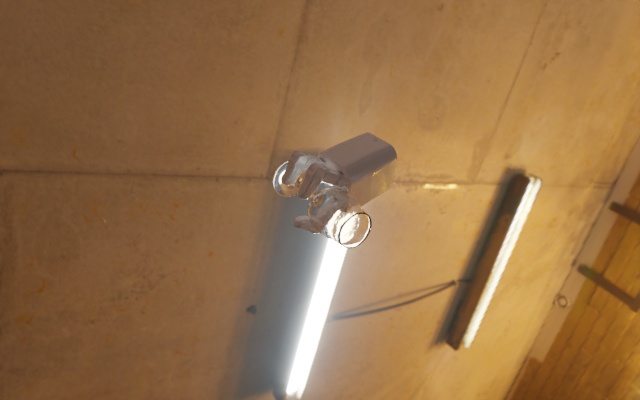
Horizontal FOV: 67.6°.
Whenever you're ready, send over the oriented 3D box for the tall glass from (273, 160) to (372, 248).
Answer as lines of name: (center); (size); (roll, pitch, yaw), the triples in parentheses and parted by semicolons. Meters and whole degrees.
tall glass: (0.000, 0.002, 0.793); (0.079, 0.079, 0.201); (0, 26, -37)
